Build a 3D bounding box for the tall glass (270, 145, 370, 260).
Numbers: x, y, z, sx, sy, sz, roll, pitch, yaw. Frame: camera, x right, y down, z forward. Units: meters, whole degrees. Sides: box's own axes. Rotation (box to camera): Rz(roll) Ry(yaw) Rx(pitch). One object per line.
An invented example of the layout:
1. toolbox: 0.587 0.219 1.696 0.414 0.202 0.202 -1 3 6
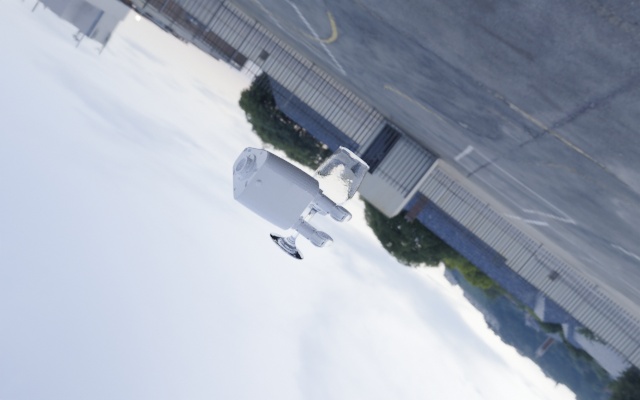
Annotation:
1. tall glass: 0.000 0.003 0.824 0.079 0.201 0.079 37 8 -6
